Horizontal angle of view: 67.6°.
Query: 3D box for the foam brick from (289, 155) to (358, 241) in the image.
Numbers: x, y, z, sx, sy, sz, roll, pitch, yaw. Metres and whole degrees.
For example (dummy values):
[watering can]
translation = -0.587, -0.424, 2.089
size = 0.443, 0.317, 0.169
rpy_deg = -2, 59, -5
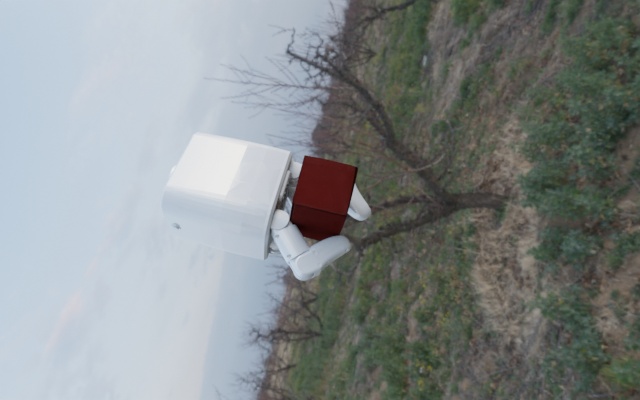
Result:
[foam brick]
translation = 0.000, 0.001, 0.458
size = 0.051, 0.053, 0.078
rpy_deg = 15, -26, -1
